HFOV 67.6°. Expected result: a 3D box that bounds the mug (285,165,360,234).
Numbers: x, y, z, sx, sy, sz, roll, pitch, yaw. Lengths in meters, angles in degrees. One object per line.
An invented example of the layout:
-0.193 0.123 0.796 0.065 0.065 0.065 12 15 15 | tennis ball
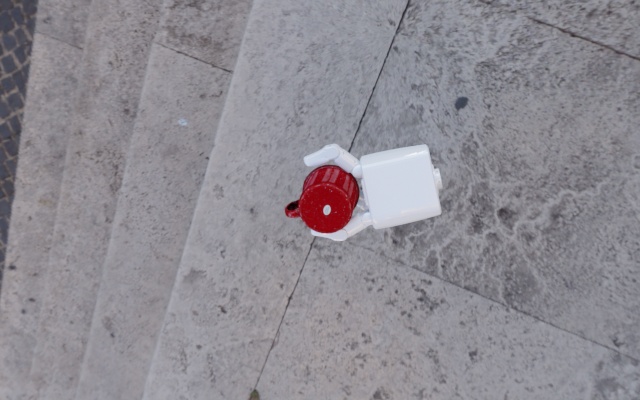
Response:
-0.001 0.003 0.733 0.117 0.093 0.081 -12 17 11 | mug
